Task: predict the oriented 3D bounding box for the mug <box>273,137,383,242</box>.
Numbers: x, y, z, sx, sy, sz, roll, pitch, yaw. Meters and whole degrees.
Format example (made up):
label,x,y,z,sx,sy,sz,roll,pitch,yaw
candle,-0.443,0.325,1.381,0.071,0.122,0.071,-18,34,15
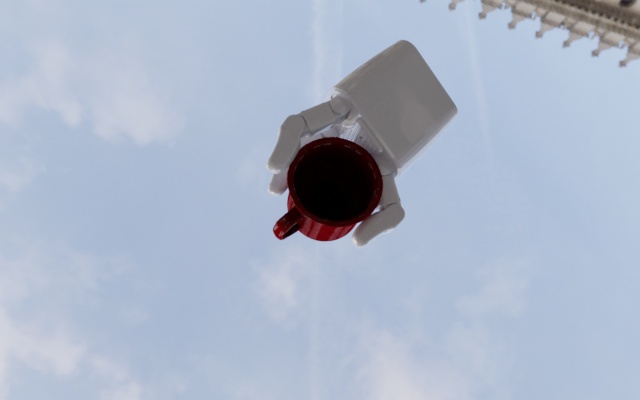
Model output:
label,x,y,z,sx,sy,sz,roll,pitch,yaw
mug,-0.001,0.003,0.487,0.117,0.093,0.081,-40,-9,-19
